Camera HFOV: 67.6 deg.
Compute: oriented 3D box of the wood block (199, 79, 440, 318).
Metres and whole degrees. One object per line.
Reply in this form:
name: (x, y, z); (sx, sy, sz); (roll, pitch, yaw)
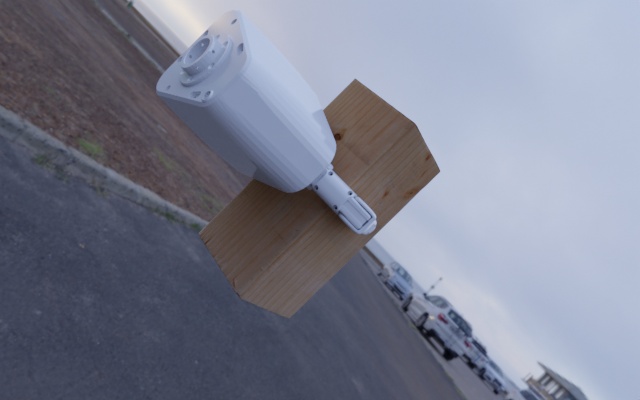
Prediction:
wood block: (0.000, 0.001, 0.453); (0.090, 0.206, 0.090); (47, 3, 36)
